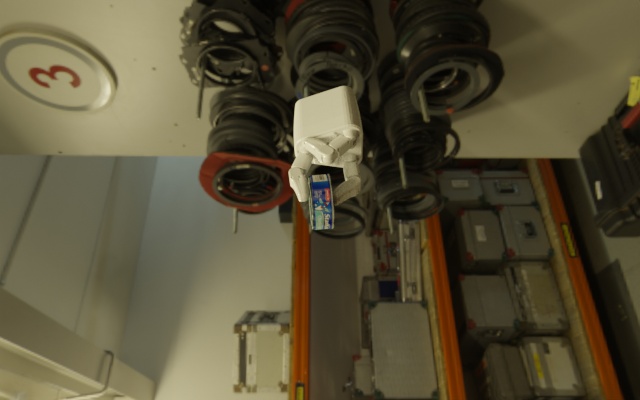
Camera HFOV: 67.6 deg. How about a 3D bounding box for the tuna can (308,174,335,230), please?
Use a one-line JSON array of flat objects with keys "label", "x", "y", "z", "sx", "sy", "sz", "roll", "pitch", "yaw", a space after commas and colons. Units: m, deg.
[{"label": "tuna can", "x": 0.000, "y": 0.003, "z": 0.739, "sx": 0.034, "sy": 0.086, "sz": 0.086, "roll": -5, "pitch": 0, "yaw": -4}]
